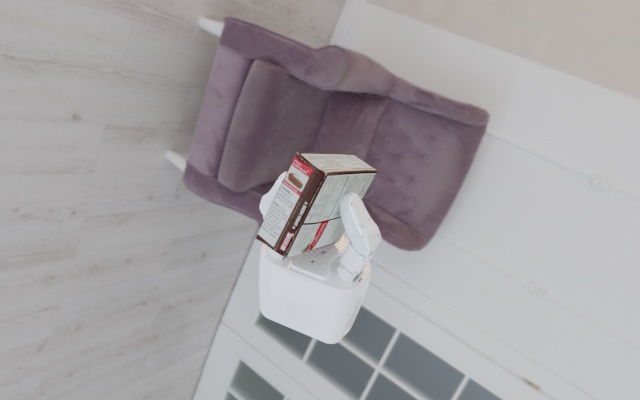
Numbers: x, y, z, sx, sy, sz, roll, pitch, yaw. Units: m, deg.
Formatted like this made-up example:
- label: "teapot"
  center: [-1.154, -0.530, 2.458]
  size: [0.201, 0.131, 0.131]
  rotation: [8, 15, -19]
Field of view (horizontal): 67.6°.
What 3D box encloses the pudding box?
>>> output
- label: "pudding box"
  center: [0.000, 0.002, 0.453]
  size: [0.039, 0.090, 0.113]
  rotation: [34, 19, 21]
